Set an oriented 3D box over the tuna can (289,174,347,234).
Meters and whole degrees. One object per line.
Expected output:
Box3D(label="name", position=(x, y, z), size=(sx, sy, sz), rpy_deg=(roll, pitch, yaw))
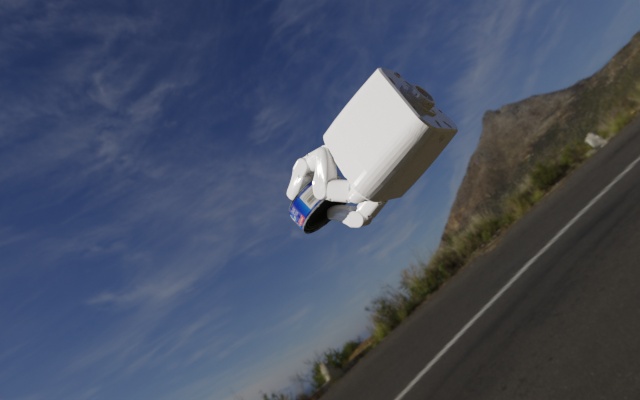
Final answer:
Box3D(label="tuna can", position=(0.000, 0.002, 0.630), size=(0.033, 0.086, 0.086), rpy_deg=(46, 18, 18))
